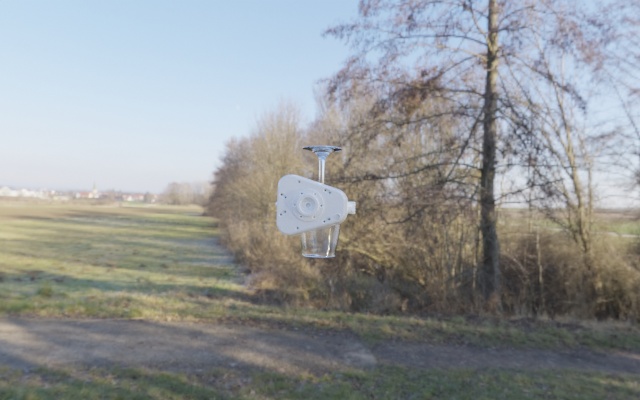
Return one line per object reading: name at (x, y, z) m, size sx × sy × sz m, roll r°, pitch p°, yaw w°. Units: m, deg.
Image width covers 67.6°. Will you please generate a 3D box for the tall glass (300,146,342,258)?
tall glass at (0.000, 0.002, 0.882) m, size 0.079 × 0.201 × 0.079 m, roll 2°, pitch -1°, yaw 0°
